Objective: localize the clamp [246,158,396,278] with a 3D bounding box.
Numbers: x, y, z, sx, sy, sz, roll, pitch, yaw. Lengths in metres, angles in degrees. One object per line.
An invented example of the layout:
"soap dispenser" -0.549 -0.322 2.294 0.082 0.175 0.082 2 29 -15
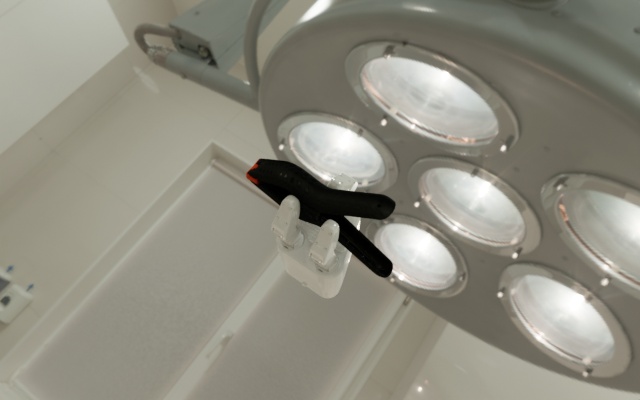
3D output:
"clamp" 0.000 0.001 0.550 0.210 0.036 0.165 32 -24 16
